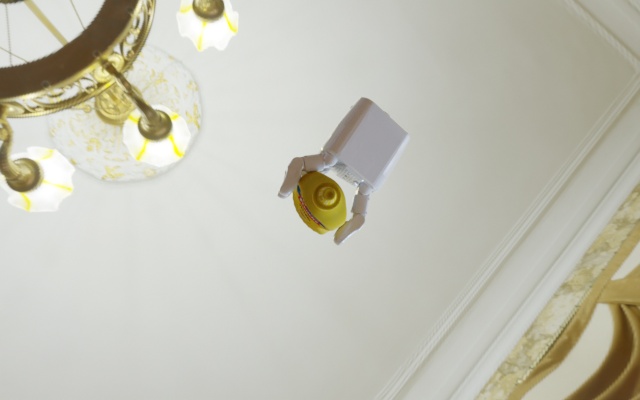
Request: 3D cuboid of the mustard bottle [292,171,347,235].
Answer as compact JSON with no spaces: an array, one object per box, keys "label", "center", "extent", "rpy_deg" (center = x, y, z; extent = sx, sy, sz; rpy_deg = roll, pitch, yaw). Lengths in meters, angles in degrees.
[{"label":"mustard bottle","center":[0.000,0.003,0.740],"extent":[0.058,0.096,0.191],"rpy_deg":[-30,-2,-10]}]
